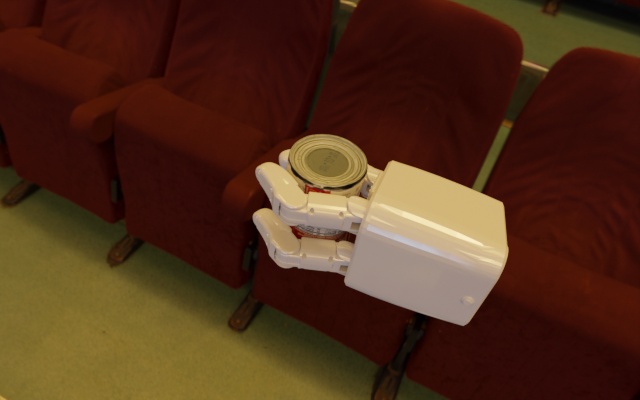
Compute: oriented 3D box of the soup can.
[{"bbox_3d":[0.000,0.001,0.424,0.068,0.068,0.102,0,-44,-10],"label":"soup can"}]
